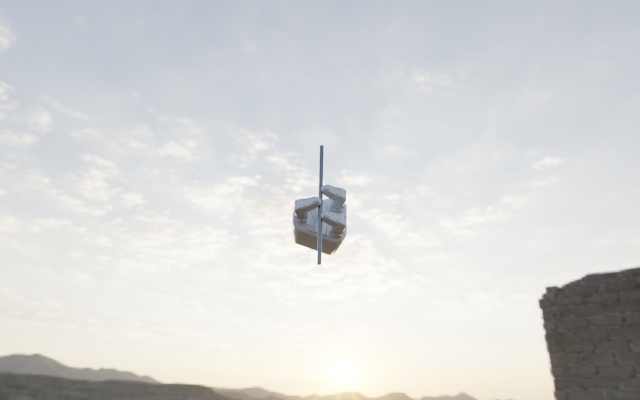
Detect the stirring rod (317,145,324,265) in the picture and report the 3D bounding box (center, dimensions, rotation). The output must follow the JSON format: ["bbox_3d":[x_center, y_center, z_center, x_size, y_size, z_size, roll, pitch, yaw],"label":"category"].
[{"bbox_3d":[0.000,0.003,0.892,0.011,0.239,0.011,1,-23,0],"label":"stirring rod"}]
